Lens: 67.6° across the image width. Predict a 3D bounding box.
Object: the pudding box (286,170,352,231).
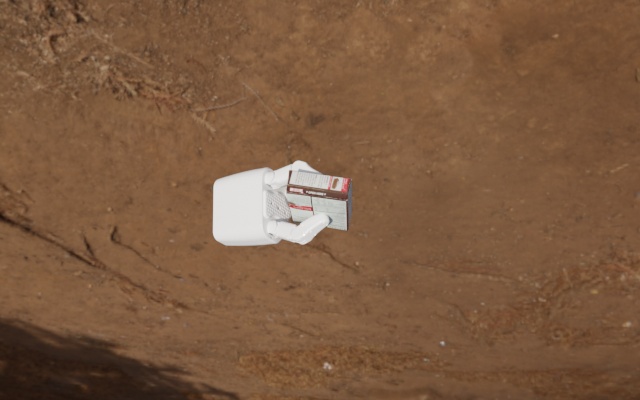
[{"bbox_3d":[0.000,0.002,0.695,0.090,0.039,0.113,7,-23,7],"label":"pudding box"}]
